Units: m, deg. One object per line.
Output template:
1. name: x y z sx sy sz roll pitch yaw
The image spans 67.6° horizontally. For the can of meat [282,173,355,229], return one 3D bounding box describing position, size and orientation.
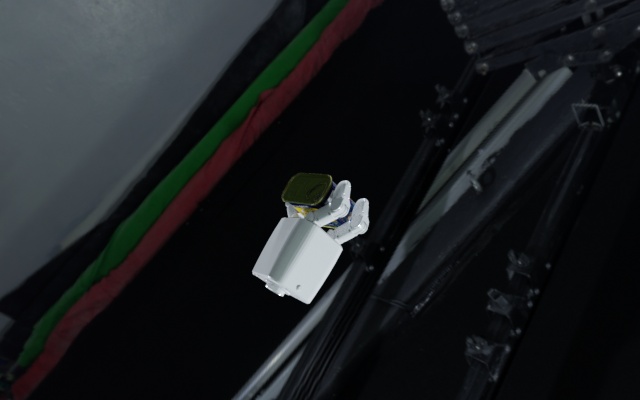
1. can of meat: 0.000 0.003 0.792 0.102 0.057 0.084 6 -29 48
